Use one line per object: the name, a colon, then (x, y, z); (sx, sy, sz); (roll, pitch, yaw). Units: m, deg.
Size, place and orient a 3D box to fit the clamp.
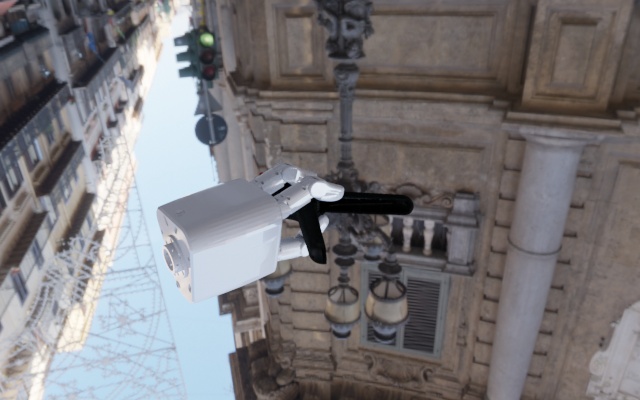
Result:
clamp: (0.000, 0.003, 0.608); (0.164, 0.036, 0.210); (-20, 32, -33)
